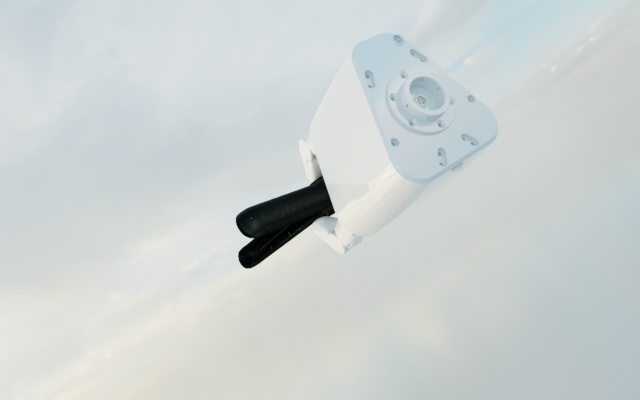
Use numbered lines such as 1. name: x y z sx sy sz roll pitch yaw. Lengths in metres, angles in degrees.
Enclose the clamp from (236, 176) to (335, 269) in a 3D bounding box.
1. clamp: 0.000 0.001 0.488 0.210 0.036 0.165 -30 -10 -24
